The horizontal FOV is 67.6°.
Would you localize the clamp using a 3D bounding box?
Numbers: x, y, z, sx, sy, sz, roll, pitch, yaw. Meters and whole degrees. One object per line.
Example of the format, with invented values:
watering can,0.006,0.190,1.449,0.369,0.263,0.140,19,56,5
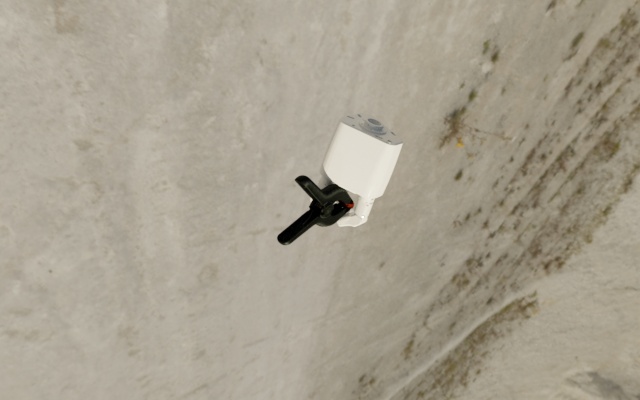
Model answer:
clamp,0.001,0.003,0.802,0.039,0.120,0.171,35,34,27
